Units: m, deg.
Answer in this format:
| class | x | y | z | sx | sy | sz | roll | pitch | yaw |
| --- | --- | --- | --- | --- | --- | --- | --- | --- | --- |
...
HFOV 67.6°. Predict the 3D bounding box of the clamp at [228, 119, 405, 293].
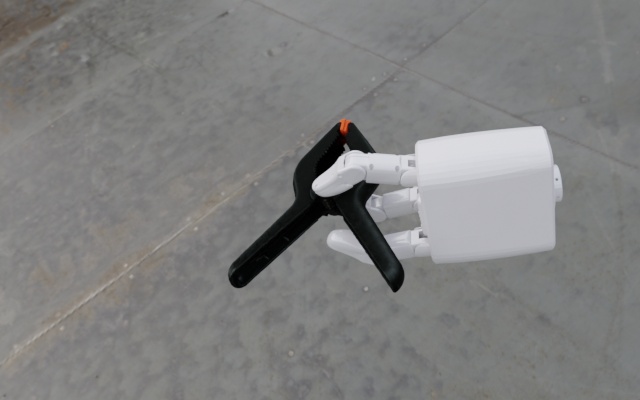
| class | x | y | z | sx | sy | sz | roll | pitch | yaw |
| --- | --- | --- | --- | --- | --- | --- | --- | --- | --- |
| clamp | 0.000 | 0.001 | 0.471 | 0.164 | 0.209 | 0.036 | -8 | -42 | 18 |
